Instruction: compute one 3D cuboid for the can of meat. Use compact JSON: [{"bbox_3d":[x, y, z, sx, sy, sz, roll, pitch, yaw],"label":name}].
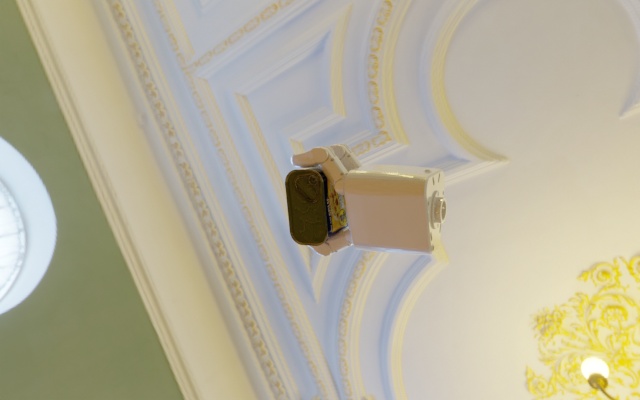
[{"bbox_3d":[0.000,0.002,0.658,0.057,0.102,0.084,0,11,29],"label":"can of meat"}]
